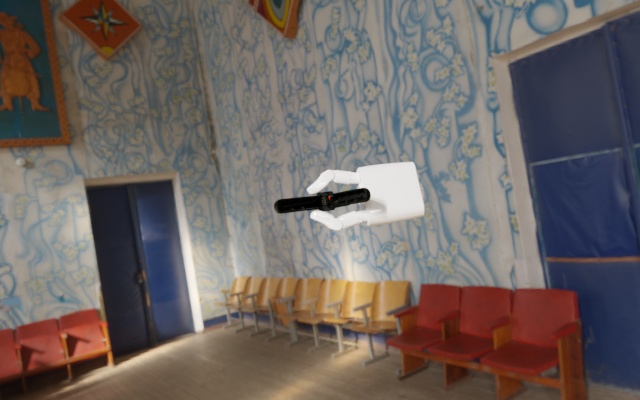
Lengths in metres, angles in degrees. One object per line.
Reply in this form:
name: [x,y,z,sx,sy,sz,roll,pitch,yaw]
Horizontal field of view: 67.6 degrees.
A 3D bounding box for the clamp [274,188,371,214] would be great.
clamp: [0.000,0.002,0.892,0.164,0.036,0.210,-7,-2,-2]
